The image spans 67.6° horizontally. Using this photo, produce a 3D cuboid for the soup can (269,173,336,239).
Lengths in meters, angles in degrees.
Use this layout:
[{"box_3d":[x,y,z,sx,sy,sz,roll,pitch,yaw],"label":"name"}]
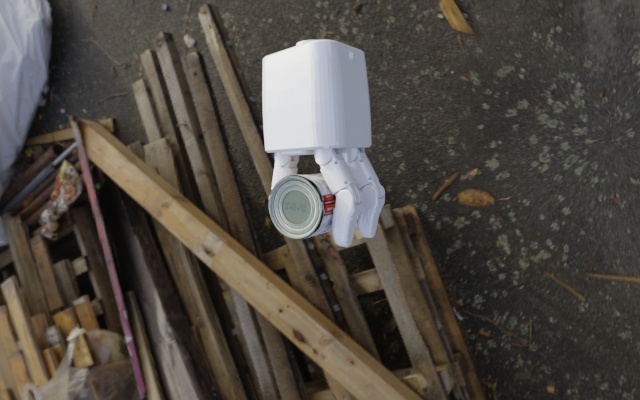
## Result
[{"box_3d":[0.000,0.002,0.522,0.068,0.068,0.102,0,6,31],"label":"soup can"}]
